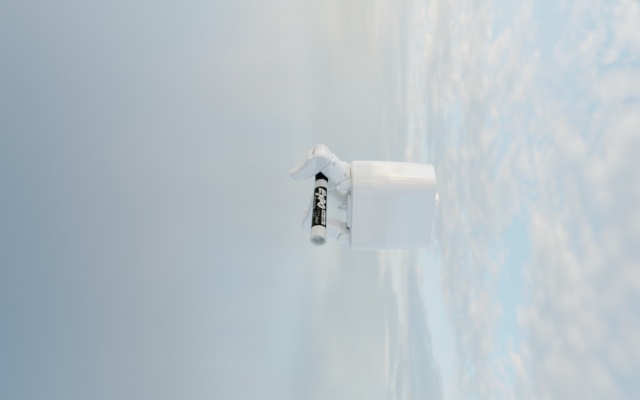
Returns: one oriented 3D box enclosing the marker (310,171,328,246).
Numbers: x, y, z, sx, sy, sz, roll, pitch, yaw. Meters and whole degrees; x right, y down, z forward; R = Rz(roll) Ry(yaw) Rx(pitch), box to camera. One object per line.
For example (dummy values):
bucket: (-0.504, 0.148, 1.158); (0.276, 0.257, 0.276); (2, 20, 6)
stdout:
marker: (0.000, 0.002, 0.572); (0.020, 0.121, 0.020); (2, -44, 2)
